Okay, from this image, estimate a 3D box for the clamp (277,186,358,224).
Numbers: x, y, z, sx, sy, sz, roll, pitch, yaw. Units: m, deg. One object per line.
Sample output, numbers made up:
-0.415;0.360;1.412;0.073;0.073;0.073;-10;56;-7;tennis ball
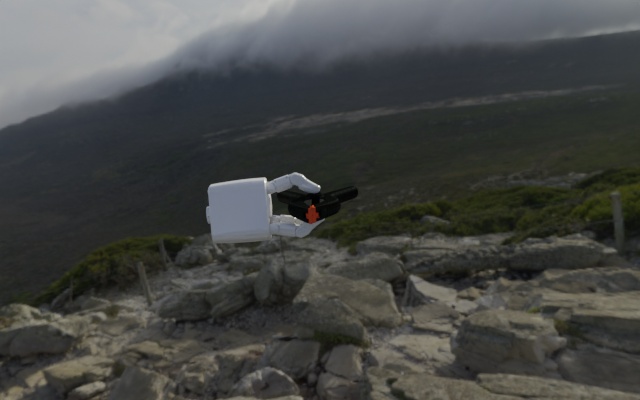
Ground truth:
0.000;0.002;0.889;0.164;0.036;0.210;-6;11;-3;clamp
